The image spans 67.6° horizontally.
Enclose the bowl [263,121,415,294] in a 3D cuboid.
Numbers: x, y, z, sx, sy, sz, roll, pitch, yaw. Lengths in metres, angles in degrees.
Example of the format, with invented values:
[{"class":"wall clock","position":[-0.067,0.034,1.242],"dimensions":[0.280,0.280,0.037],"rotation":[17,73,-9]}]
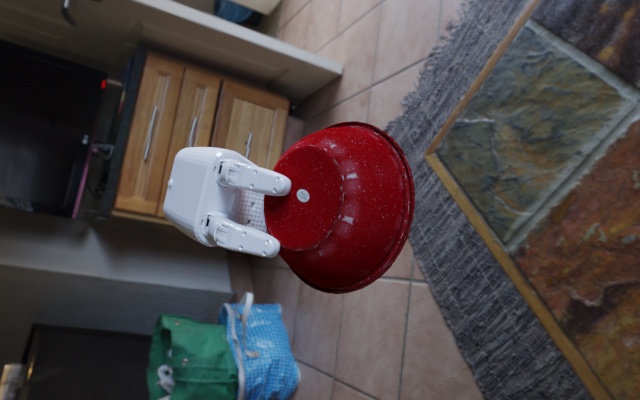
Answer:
[{"class":"bowl","position":[0.001,0.001,0.425],"dimensions":[0.162,0.162,0.055],"rotation":[0,-8,40]}]
